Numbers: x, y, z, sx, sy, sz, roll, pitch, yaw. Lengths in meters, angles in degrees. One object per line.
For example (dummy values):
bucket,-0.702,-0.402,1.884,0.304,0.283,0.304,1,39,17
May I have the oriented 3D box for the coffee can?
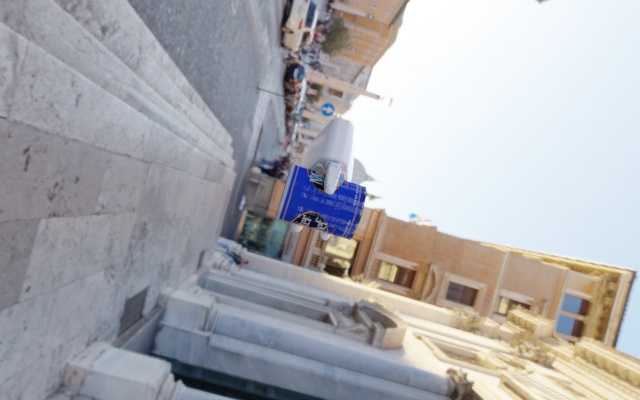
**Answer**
coffee can,0.000,0.003,0.856,0.140,0.103,0.103,17,-2,-5
